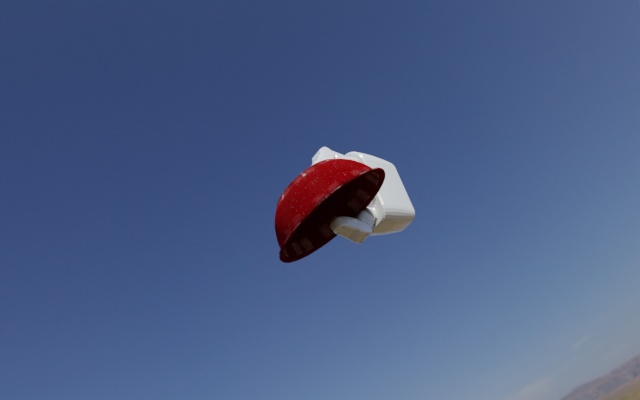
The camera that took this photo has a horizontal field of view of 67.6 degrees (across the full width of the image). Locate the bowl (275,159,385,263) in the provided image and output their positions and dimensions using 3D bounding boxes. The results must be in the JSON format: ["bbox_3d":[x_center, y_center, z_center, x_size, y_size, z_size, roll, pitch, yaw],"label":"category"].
[{"bbox_3d":[-0.001,0.001,0.571,0.162,0.055,0.162,-37,-17,-14],"label":"bowl"}]
